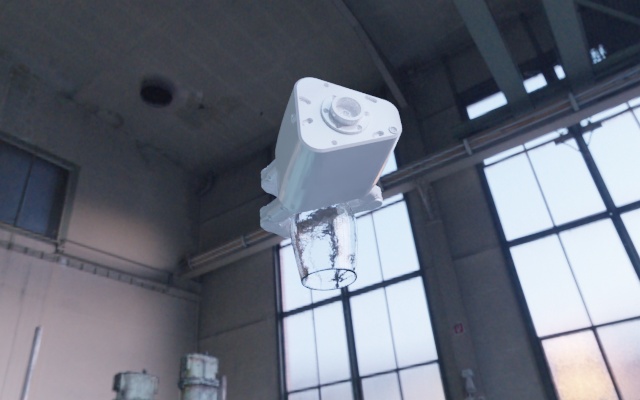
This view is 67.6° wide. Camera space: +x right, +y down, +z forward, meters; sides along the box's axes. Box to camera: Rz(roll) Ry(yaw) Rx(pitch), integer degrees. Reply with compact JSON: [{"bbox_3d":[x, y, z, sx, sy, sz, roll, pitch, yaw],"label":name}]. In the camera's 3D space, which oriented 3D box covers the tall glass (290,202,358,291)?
[{"bbox_3d":[0.000,0.001,0.568,0.079,0.201,0.079,-5,-30,-3],"label":"tall glass"}]
